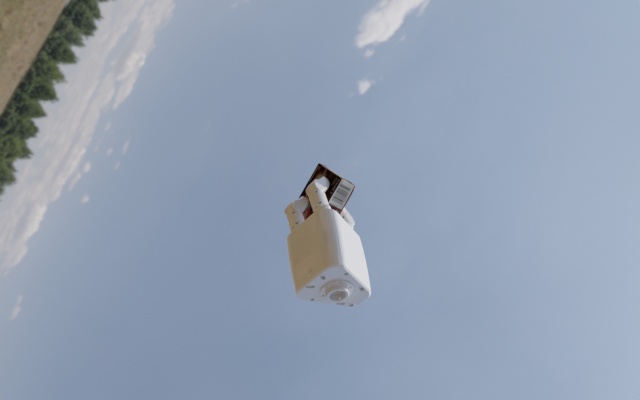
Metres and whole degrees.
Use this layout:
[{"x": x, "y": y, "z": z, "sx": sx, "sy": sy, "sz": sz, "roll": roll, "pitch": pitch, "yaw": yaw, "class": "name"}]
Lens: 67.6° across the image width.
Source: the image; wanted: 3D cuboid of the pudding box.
[{"x": 0.000, "y": 0.003, "z": 0.814, "sx": 0.039, "sy": 0.113, "sz": 0.090, "roll": 29, "pitch": 5, "yaw": -34, "class": "pudding box"}]
